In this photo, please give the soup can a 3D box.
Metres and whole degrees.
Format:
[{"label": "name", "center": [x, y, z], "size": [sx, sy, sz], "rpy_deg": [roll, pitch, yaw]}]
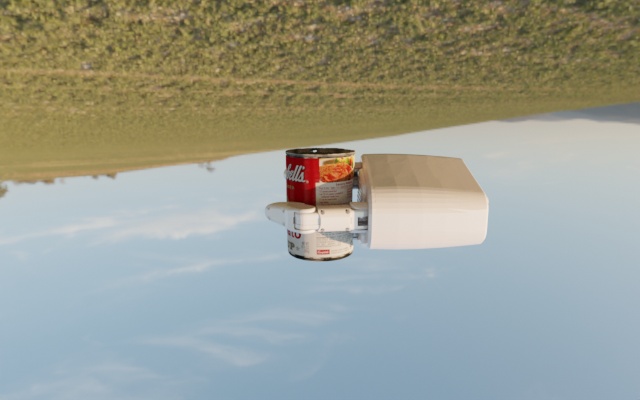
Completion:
[{"label": "soup can", "center": [0.000, 0.002, 0.471], "size": [0.068, 0.102, 0.068], "rpy_deg": [0, 12, 0]}]
